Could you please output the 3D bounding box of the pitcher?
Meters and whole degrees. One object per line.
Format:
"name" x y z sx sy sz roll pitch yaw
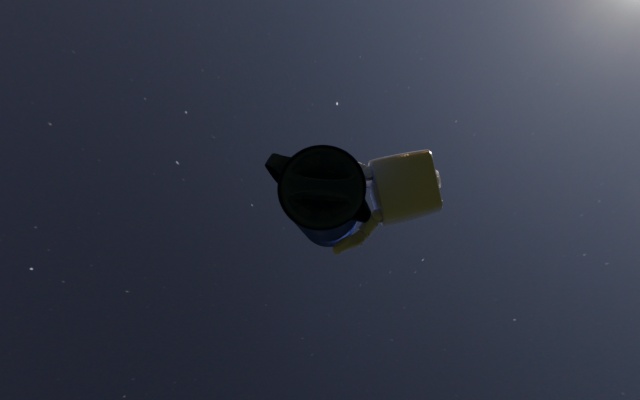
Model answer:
"pitcher" 0.000 0.003 0.818 0.145 0.149 0.243 -14 -15 0
